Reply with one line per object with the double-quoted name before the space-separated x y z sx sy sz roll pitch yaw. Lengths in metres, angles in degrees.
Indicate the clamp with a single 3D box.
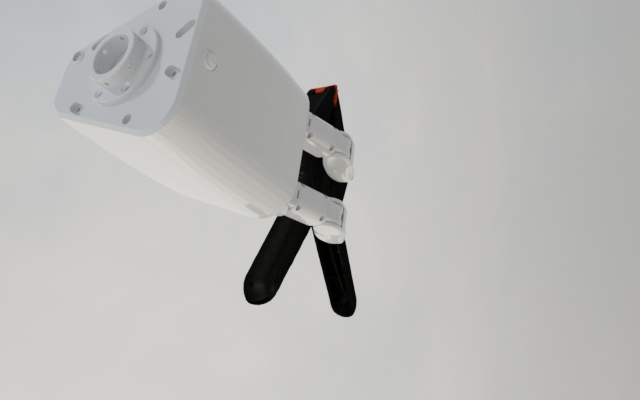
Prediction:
"clamp" -0.001 0.001 0.421 0.036 0.210 0.165 -3 -24 25
